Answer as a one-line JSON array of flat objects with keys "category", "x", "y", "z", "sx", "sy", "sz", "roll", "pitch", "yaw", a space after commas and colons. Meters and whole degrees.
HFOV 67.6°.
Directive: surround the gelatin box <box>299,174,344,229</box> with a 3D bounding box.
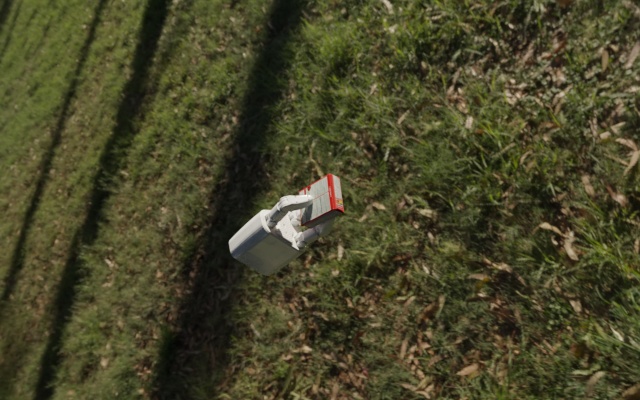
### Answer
[{"category": "gelatin box", "x": 0.000, "y": 0.003, "z": 0.881, "sx": 0.030, "sy": 0.073, "sz": 0.089, "roll": 19, "pitch": -36, "yaw": -40}]
